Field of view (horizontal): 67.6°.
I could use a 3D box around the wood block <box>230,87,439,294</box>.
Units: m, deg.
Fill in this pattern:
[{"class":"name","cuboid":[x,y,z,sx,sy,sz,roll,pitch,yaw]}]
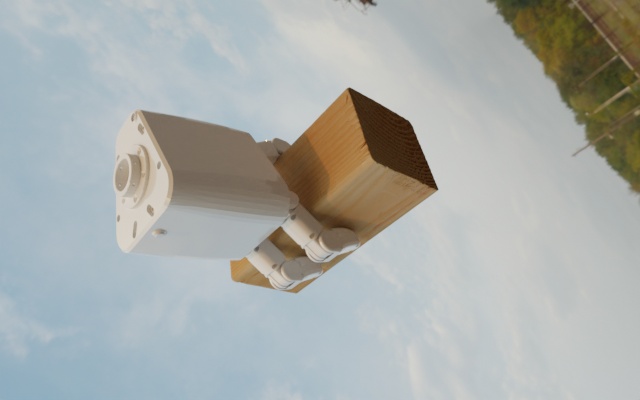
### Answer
[{"class":"wood block","cuboid":[0.000,0.001,0.475,0.090,0.090,0.206,19,-46,-37]}]
